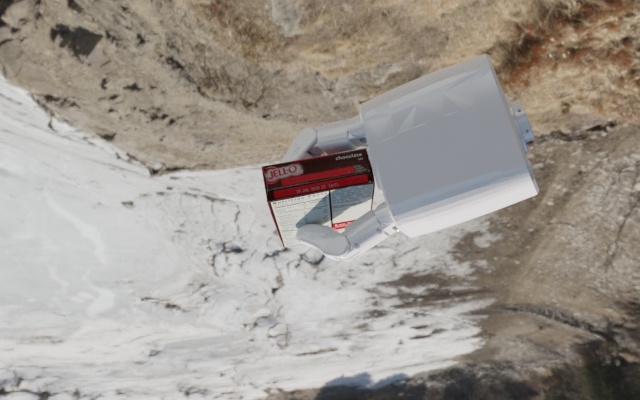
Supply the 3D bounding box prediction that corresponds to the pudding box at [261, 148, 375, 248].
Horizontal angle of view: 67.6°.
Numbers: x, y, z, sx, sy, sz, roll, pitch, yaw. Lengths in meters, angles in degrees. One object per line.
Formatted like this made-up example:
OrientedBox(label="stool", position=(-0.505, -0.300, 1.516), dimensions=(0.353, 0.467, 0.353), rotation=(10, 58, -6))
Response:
OrientedBox(label="pudding box", position=(0.000, 0.002, 0.432), dimensions=(0.090, 0.039, 0.114), rotation=(-9, -27, -2))
